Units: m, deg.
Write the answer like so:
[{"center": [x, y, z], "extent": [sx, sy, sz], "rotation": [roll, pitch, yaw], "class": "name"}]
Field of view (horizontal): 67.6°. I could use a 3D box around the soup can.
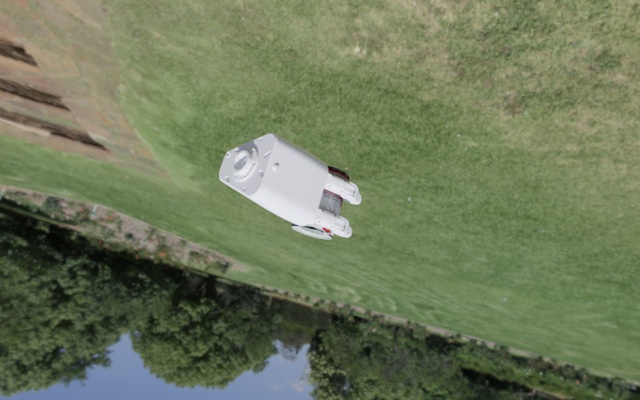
[{"center": [0.000, 0.003, 0.744], "extent": [0.068, 0.102, 0.068], "rotation": [15, -13, 4], "class": "soup can"}]
